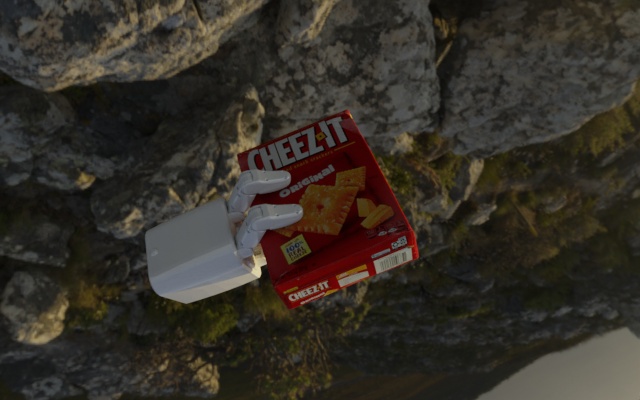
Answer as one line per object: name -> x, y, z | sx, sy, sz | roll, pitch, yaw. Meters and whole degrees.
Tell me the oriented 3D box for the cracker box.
cracker box -> 0.000, 0.002, 0.587 | 0.164, 0.213, 0.072 | -22, -37, 0
